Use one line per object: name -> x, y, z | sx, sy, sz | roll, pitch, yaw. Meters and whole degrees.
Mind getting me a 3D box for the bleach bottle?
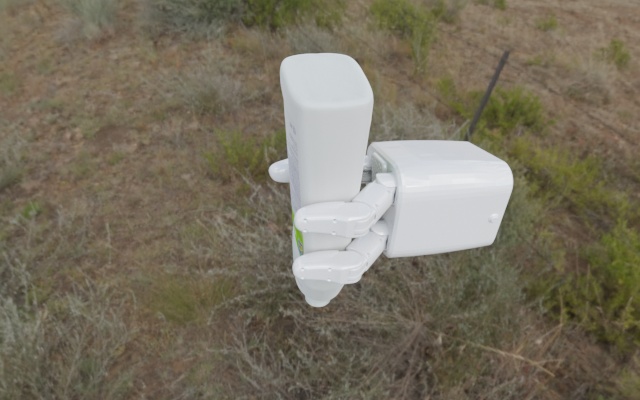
bleach bottle -> 0.000, 0.002, 0.449 | 0.068, 0.251, 0.102 | -4, 39, -9
